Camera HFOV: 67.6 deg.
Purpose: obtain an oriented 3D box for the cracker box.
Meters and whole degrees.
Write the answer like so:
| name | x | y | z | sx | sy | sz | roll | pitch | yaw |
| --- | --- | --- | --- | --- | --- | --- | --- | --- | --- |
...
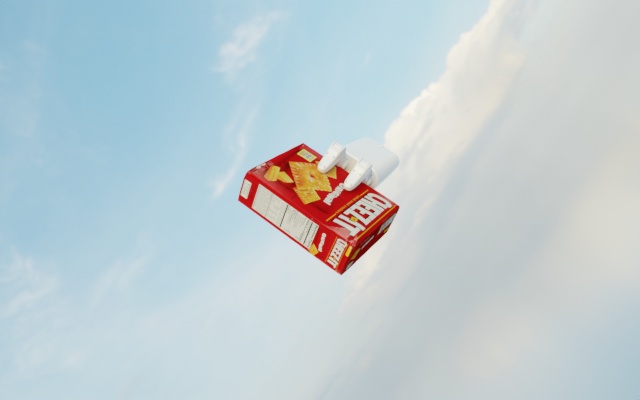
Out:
| name | x | y | z | sx | sy | sz | roll | pitch | yaw |
| --- | --- | --- | --- | --- | --- | --- | --- | --- | --- |
| cracker box | 0.000 | 0.003 | 0.787 | 0.213 | 0.072 | 0.164 | 34 | 37 | 17 |
